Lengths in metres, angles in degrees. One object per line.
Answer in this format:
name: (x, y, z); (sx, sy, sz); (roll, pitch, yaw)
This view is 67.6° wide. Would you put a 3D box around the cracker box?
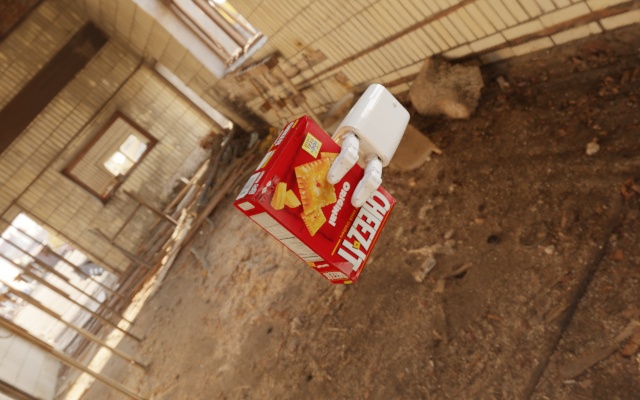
cracker box: (0.000, 0.002, 0.734); (0.214, 0.164, 0.072); (41, -27, -21)
